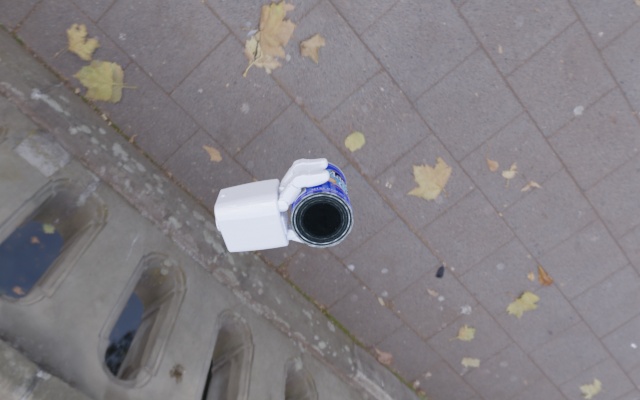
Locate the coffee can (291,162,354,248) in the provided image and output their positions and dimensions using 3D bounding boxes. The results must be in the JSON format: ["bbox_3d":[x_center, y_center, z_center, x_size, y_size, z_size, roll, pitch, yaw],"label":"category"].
[{"bbox_3d":[0.000,0.003,0.832,0.103,0.103,0.140,0,25,-2],"label":"coffee can"}]
